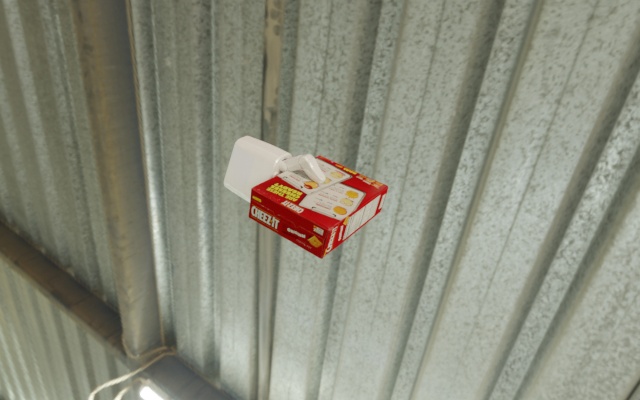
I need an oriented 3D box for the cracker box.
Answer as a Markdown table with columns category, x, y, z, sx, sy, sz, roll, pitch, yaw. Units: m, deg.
| category | x | y | z | sx | sy | sz | roll | pitch | yaw |
| --- | --- | --- | --- | --- | --- | --- | --- | --- | --- |
| cracker box | 0.000 | 0.003 | 0.872 | 0.164 | 0.072 | 0.213 | 27 | 34 | 24 |
